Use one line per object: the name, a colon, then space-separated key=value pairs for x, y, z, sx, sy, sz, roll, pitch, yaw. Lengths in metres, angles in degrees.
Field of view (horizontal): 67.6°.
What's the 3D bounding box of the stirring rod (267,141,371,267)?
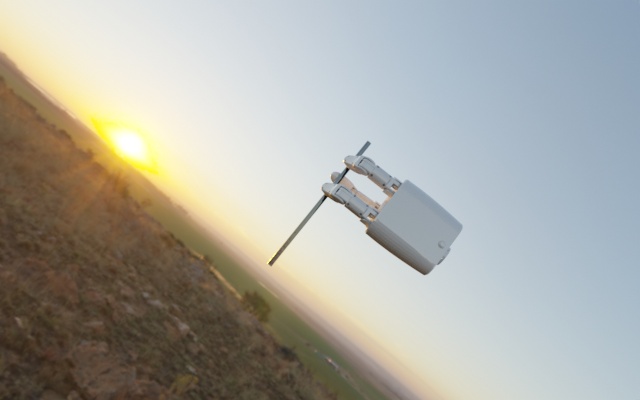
stirring rod: x=0.000 y=0.002 z=0.715 sx=0.011 sy=0.239 sz=0.011 roll=38 pitch=-10 yaw=8
